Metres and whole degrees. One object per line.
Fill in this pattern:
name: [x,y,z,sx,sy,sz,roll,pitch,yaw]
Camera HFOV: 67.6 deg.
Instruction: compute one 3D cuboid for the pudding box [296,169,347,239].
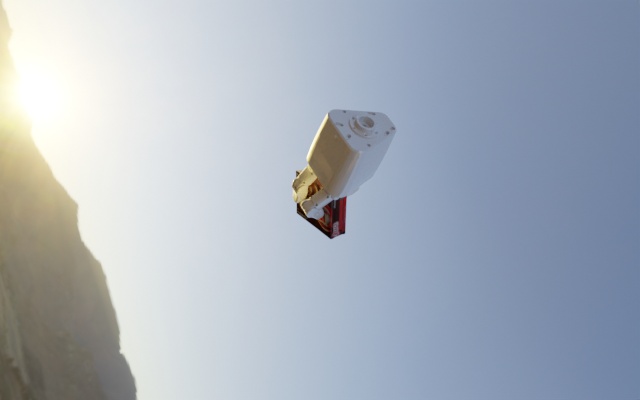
pudding box: [0.000,0.003,0.845,0.039,0.090,0.113,-16,33,-29]
